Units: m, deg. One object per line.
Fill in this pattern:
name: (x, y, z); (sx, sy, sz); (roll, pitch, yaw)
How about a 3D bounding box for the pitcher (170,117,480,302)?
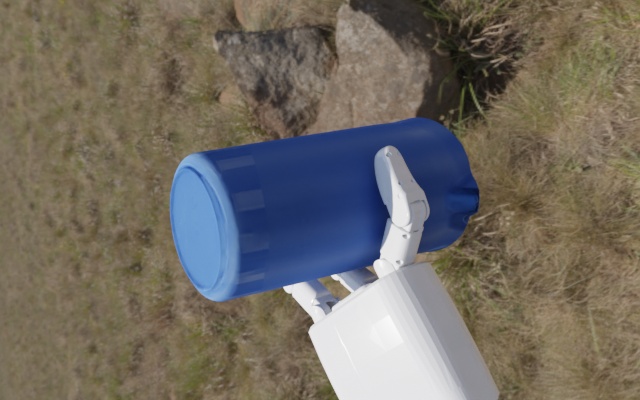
pitcher: (0.000, 0.001, 0.414); (0.243, 0.145, 0.149); (-10, -28, -36)
